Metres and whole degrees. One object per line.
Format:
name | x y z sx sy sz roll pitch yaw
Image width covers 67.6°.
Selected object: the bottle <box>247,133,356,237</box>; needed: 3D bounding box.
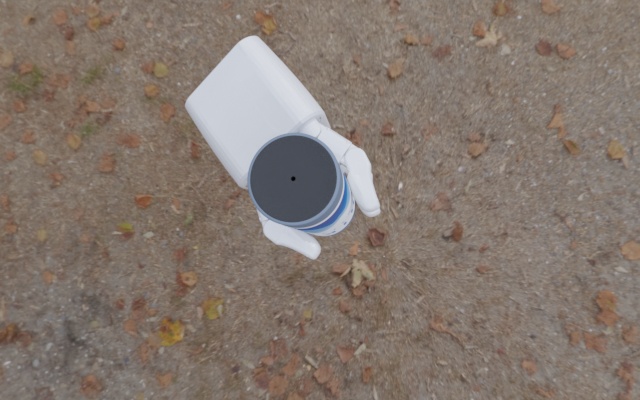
bottle | 0.000 0.002 0.478 0.069 0.069 0.296 0 -7 8
